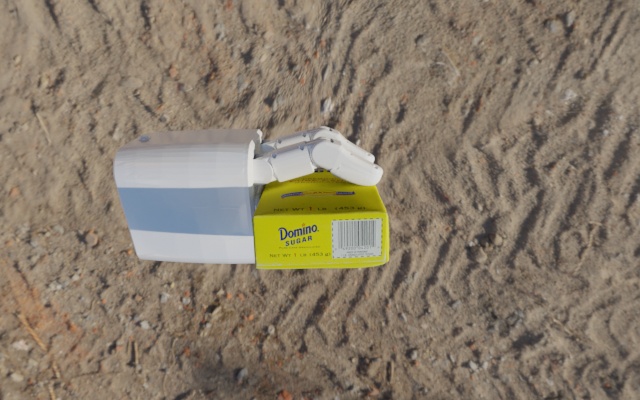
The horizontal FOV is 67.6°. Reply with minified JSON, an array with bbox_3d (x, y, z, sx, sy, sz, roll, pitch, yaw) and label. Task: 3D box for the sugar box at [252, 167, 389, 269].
[{"bbox_3d":[0.000,0.001,0.403,0.093,0.048,0.176,-1,20,-1],"label":"sugar box"}]
